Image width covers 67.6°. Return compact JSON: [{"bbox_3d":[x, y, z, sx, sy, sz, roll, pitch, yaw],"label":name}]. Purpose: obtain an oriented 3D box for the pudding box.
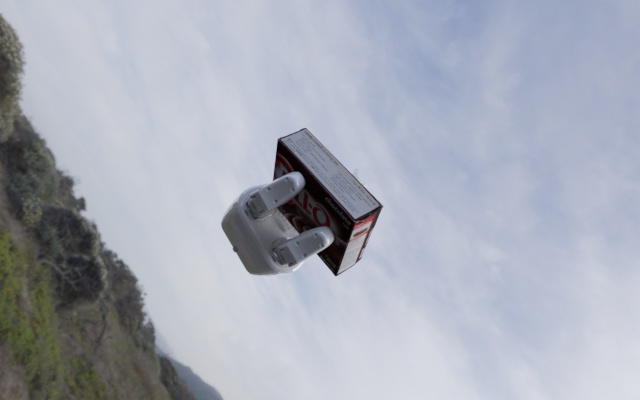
[{"bbox_3d":[0.000,0.001,0.448,0.039,0.113,0.090,-31,-27,-29],"label":"pudding box"}]
